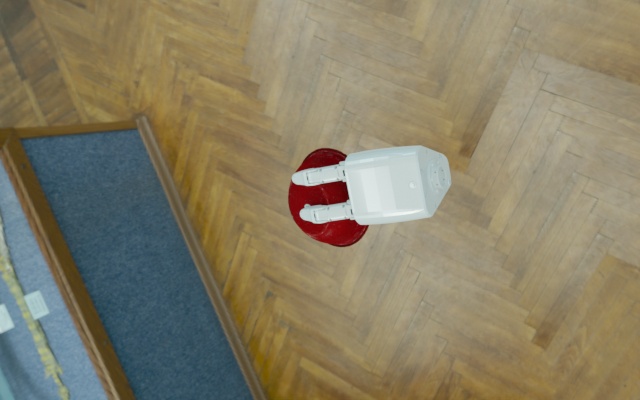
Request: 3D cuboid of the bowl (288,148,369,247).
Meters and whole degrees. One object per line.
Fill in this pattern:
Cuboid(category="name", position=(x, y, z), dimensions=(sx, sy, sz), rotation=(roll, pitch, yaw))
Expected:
Cuboid(category="bowl", position=(-0.001, 0.003, 0.739), dimensions=(0.055, 0.162, 0.162), rotation=(-19, 13, -43))
